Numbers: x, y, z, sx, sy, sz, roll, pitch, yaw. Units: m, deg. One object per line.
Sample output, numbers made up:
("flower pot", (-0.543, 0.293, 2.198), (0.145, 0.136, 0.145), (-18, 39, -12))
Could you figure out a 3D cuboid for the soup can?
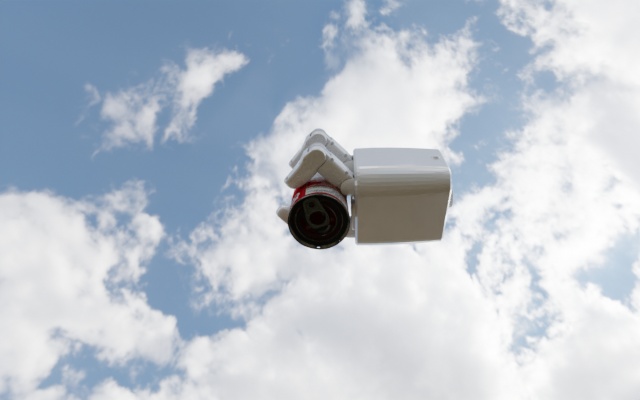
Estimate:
("soup can", (0.000, 0.002, 0.558), (0.068, 0.068, 0.102), (0, 26, 2))
